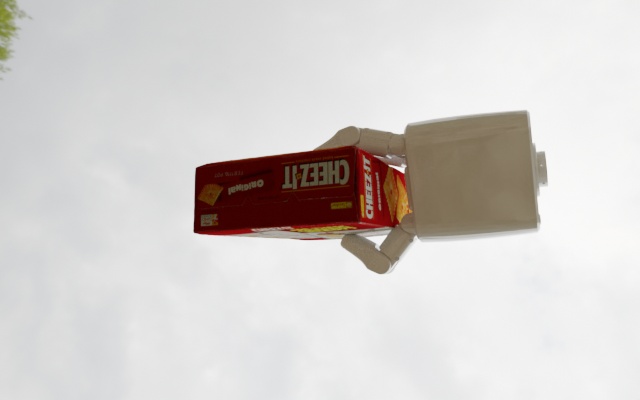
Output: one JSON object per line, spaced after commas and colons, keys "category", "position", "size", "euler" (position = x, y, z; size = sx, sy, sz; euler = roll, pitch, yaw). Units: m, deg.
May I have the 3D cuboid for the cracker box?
{"category": "cracker box", "position": [0.000, 0.002, 0.499], "size": [0.164, 0.072, 0.214], "euler": [-5, -8, 24]}
